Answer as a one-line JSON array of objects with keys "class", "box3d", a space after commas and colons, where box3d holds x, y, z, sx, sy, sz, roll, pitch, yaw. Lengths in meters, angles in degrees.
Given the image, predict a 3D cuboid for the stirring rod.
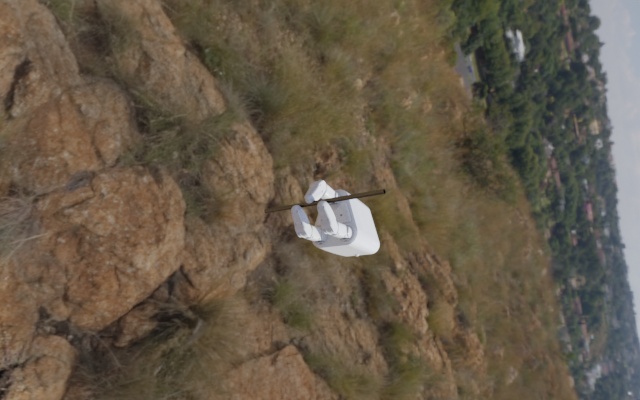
[{"class": "stirring rod", "box3d": [0.000, 0.003, 0.821, 0.239, 0.011, 0.011, -10, -5, 31]}]
